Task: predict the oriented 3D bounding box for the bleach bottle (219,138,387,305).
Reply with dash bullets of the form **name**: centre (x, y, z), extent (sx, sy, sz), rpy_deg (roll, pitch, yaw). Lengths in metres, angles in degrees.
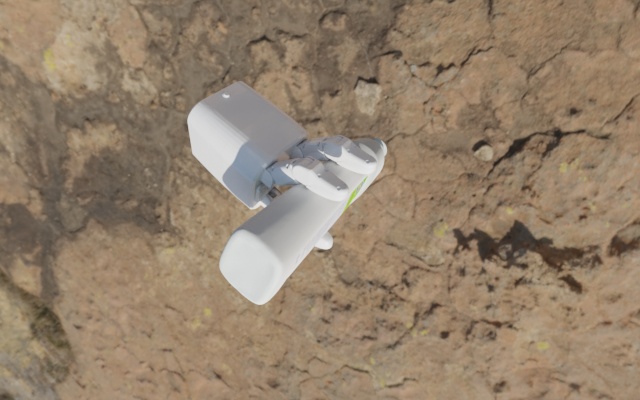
- **bleach bottle**: centre (0.000, 0.002, 0.540), extent (0.250, 0.068, 0.103), rpy_deg (-43, -9, -40)
